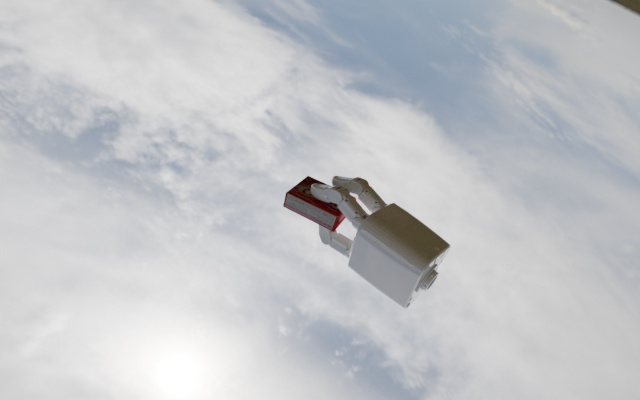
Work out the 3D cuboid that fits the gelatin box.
[{"bbox_3d":[0.000,0.003,0.719,0.089,0.030,0.073,25,31,14],"label":"gelatin box"}]
